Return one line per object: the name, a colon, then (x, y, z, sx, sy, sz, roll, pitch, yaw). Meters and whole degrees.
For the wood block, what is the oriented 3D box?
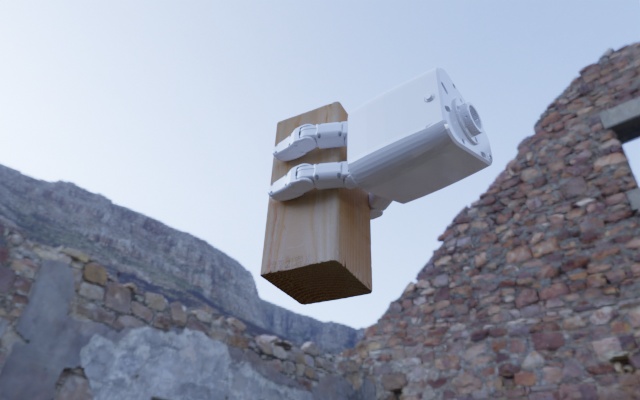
wood block: (0.001, 0.002, 0.547, 0.090, 0.206, 0.091, -15, -38, 24)
